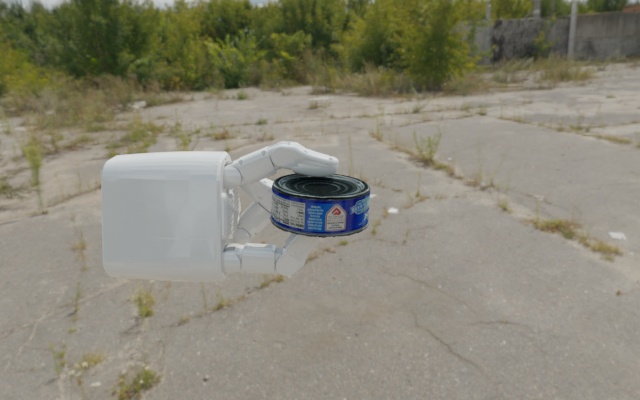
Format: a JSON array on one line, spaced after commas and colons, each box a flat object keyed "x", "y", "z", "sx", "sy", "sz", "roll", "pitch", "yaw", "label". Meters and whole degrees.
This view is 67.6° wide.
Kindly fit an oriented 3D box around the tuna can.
[{"x": 0.000, "y": 0.001, "z": 0.411, "sx": 0.086, "sy": 0.034, "sz": 0.086, "roll": 3, "pitch": 17, "yaw": -1, "label": "tuna can"}]
